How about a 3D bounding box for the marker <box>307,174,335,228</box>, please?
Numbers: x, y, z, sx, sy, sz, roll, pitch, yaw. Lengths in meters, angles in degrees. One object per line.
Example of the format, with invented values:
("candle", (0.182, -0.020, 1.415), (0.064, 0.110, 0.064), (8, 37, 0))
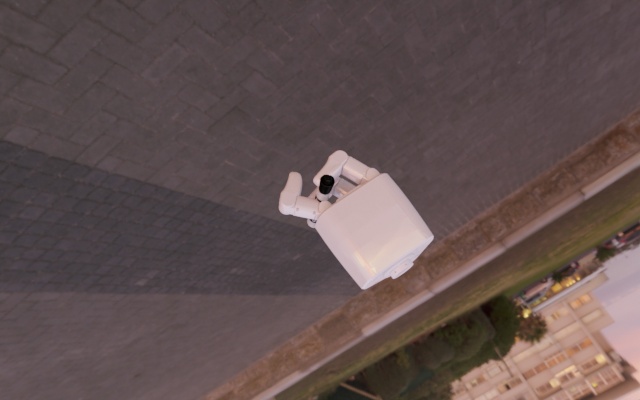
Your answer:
("marker", (0.000, 0.002, 0.636), (0.020, 0.020, 0.121), (0, -29, -11))
